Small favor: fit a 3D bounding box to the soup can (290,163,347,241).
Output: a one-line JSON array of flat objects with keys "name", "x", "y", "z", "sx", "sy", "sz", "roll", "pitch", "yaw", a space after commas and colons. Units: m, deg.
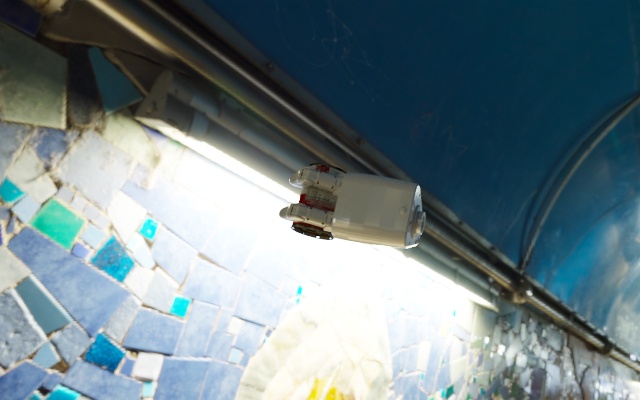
[{"name": "soup can", "x": 0.000, "y": 0.002, "z": 0.725, "sx": 0.068, "sy": 0.102, "sz": 0.068, "roll": 14, "pitch": -15, "yaw": 4}]
